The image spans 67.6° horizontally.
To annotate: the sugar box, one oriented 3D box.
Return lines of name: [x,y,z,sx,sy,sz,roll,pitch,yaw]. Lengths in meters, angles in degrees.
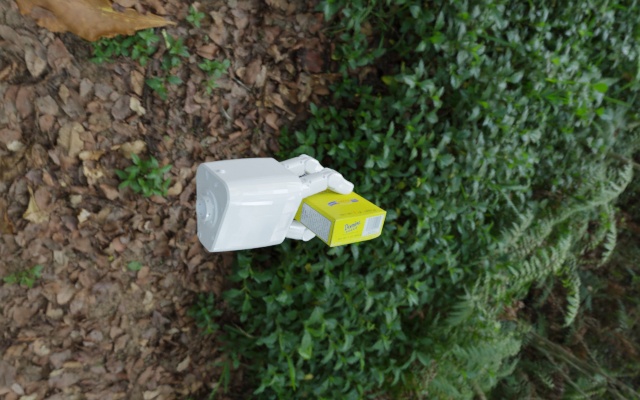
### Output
sugar box: [0.000,0.002,0.688,0.093,0.048,0.176,-7,30,-38]
